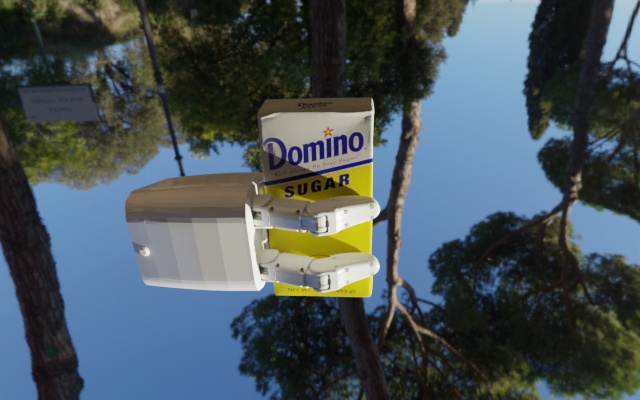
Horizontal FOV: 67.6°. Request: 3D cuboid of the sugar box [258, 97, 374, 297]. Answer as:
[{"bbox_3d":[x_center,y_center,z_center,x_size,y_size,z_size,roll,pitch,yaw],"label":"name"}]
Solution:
[{"bbox_3d":[0.000,0.002,0.419,0.093,0.176,0.048,-1,28,5],"label":"sugar box"}]
